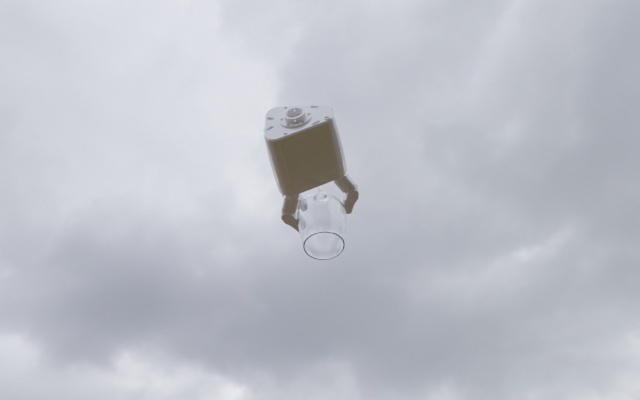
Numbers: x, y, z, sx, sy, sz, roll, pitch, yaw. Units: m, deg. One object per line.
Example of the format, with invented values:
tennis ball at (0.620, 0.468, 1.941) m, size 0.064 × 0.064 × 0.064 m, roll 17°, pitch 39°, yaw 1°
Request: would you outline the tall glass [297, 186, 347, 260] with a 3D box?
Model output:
tall glass at (0.000, 0.002, 0.782) m, size 0.079 × 0.079 × 0.200 m, roll 0°, pitch 42°, yaw -4°
